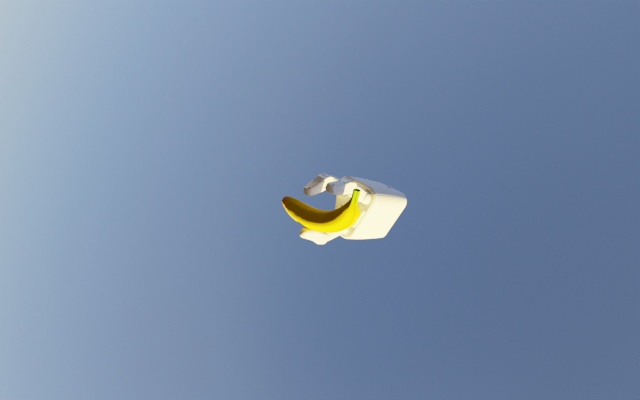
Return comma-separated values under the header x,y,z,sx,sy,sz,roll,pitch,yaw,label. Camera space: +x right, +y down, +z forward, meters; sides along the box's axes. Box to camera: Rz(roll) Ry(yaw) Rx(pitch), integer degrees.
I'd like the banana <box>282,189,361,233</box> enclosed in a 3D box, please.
x,y,z,sx,sy,sz,roll,pitch,yaw,label
0.003,0.021,0.816,0.037,0.069,0.198,-1,-3,-43,banana
